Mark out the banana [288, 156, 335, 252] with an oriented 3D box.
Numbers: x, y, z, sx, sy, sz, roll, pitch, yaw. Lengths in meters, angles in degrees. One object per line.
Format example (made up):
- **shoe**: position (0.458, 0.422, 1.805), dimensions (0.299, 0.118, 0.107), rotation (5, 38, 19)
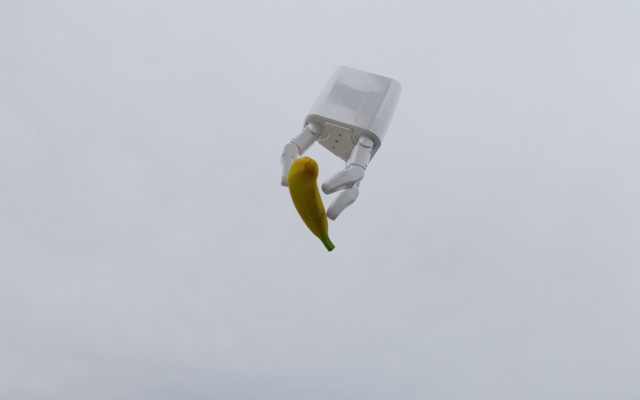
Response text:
- **banana**: position (-0.012, -0.006, 0.617), dimensions (0.069, 0.037, 0.198), rotation (38, -19, 29)
